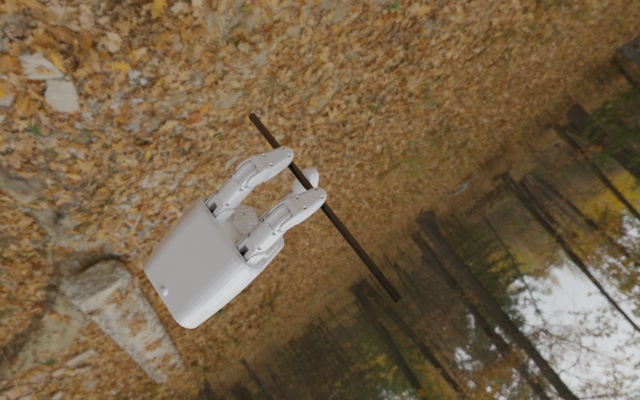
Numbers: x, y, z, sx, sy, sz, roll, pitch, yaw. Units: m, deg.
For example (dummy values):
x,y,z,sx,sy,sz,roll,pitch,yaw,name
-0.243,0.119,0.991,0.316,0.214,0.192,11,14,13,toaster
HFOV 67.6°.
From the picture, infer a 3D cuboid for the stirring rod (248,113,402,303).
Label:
x,y,z,sx,sy,sz,roll,pitch,yaw,name
0.000,0.002,0.471,0.011,0.239,0.011,-36,-15,-11,stirring rod
